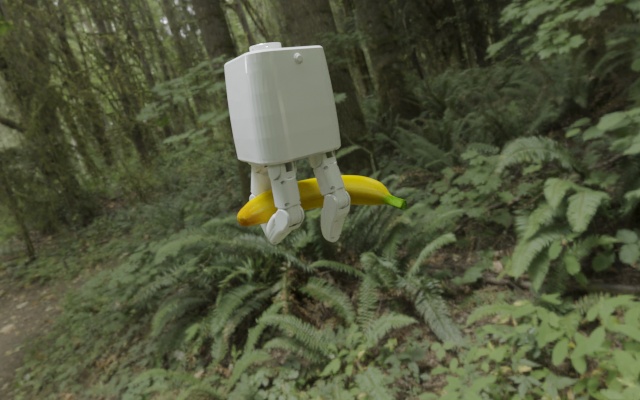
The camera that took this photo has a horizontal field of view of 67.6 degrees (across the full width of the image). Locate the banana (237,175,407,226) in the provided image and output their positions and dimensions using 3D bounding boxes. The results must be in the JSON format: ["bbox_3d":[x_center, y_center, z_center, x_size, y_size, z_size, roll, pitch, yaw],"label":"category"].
[{"bbox_3d":[-0.003,-0.004,0.554,0.198,0.037,0.069,-7,18,-17],"label":"banana"}]
